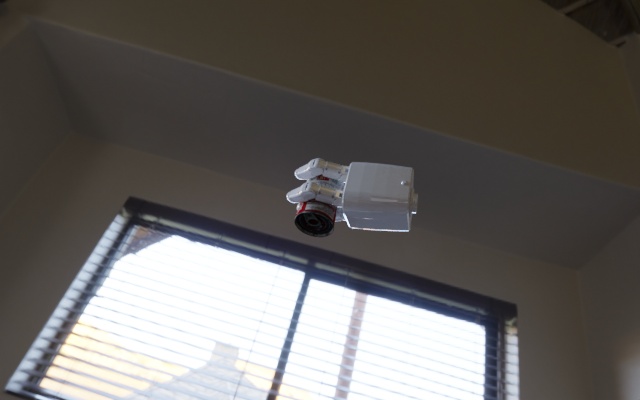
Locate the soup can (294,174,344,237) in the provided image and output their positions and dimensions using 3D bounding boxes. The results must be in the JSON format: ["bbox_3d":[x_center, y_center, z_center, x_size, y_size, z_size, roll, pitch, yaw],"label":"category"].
[{"bbox_3d":[0.000,0.003,0.824,0.068,0.102,0.069,10,-38,8],"label":"soup can"}]
